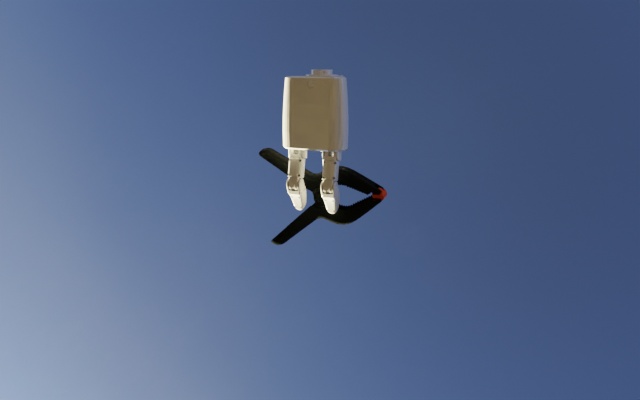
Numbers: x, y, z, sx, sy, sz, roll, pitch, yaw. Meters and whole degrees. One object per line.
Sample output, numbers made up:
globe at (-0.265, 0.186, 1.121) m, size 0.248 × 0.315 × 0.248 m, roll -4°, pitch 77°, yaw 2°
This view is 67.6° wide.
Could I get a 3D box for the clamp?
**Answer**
clamp at (0.001, 0.002, 0.767) m, size 0.210 × 0.164 × 0.036 m, roll 6°, pitch 18°, yaw 18°
